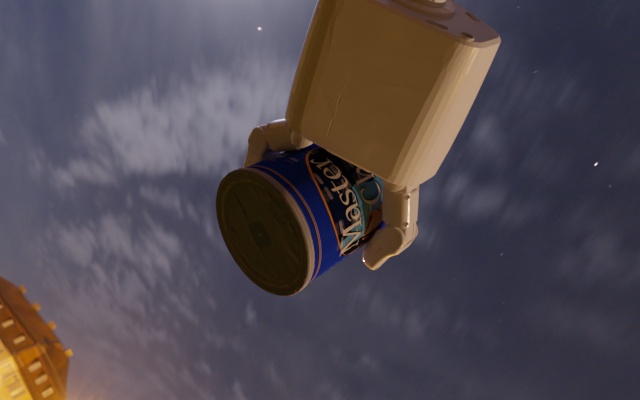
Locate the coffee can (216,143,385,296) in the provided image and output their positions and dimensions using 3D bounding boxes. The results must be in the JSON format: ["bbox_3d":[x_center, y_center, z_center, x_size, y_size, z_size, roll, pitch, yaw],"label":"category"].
[{"bbox_3d":[0.000,0.002,0.400,0.103,0.103,0.140,0,21,45],"label":"coffee can"}]
